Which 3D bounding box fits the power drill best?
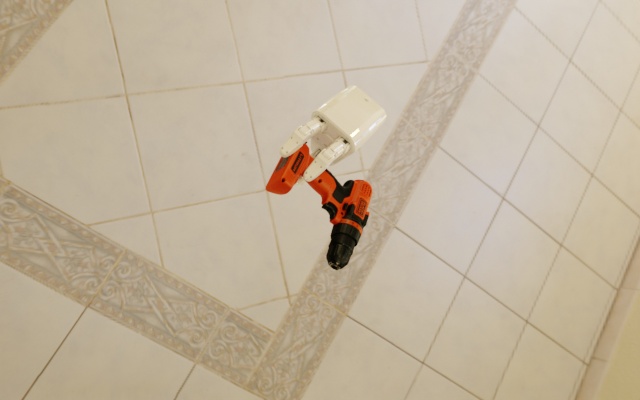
[{"bbox_3d":[0.000,0.002,0.814,0.188,0.184,0.057,38,-40,-22],"label":"power drill"}]
